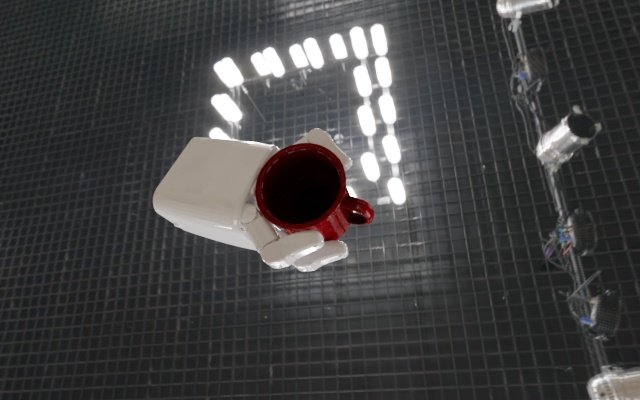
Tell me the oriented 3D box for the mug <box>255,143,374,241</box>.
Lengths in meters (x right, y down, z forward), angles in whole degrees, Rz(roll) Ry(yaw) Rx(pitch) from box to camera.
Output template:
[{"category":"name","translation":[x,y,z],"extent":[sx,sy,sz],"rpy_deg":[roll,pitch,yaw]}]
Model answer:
[{"category":"mug","translation":[0.001,0.002,0.499],"extent":[0.117,0.093,0.081],"rpy_deg":[12,-18,19]}]
